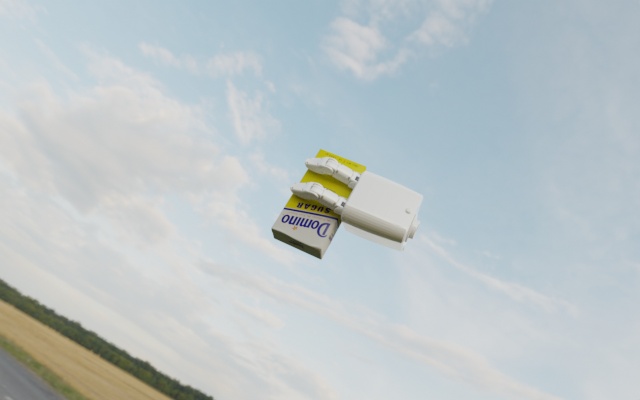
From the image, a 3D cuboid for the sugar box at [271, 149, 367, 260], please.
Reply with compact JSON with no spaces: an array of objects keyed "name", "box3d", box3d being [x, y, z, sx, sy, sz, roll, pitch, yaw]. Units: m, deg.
[{"name":"sugar box","box3d":[0.000,0.002,0.808,0.093,0.176,0.048,22,-28,15]}]
